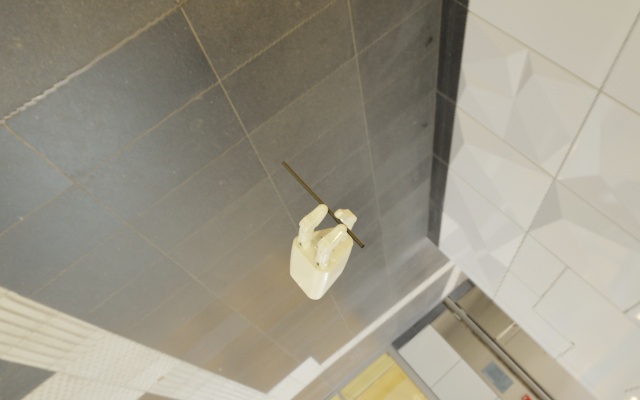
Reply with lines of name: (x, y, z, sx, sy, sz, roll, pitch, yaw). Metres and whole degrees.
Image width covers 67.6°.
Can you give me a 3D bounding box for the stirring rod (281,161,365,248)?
stirring rod: (0.000, 0.003, 0.884, 0.239, 0.011, 0.011, 46, 26, 27)
